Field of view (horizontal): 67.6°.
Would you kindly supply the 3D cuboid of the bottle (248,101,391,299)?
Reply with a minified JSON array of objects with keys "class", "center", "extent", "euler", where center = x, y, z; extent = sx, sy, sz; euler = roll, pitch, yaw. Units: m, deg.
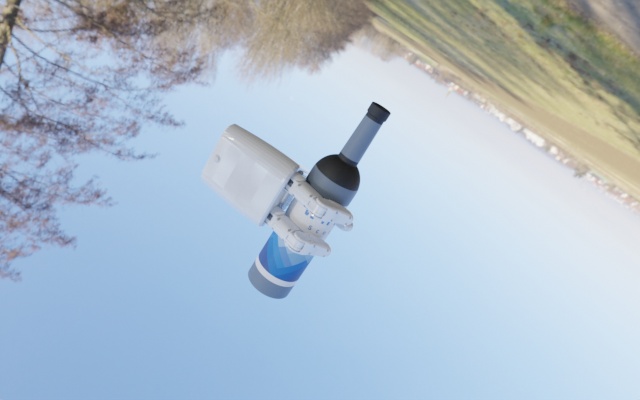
[{"class":"bottle","center":[0.000,0.002,0.633],"extent":[0.069,0.296,0.069],"euler":[28,21,-12]}]
